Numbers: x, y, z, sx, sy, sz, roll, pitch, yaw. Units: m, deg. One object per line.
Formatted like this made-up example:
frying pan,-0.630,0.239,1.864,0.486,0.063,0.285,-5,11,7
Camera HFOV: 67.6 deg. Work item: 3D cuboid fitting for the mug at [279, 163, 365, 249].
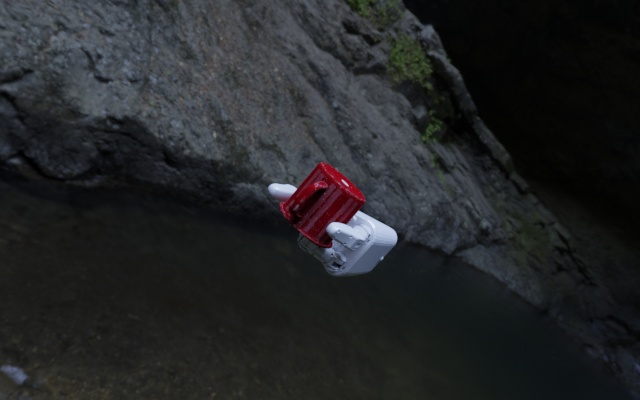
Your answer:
mug,0.000,0.002,0.628,0.093,0.081,0.117,47,13,25
